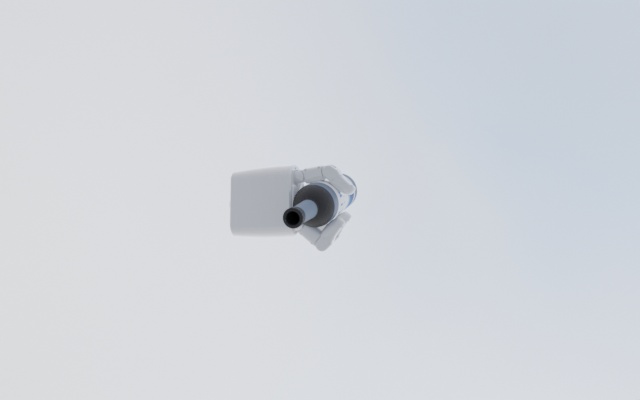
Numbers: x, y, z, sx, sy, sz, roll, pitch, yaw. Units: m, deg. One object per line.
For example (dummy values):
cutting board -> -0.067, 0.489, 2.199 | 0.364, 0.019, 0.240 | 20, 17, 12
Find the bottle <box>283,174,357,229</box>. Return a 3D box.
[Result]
bottle -> 0.000, 0.002, 0.753 | 0.069, 0.069, 0.295 | 0, 8, 14
